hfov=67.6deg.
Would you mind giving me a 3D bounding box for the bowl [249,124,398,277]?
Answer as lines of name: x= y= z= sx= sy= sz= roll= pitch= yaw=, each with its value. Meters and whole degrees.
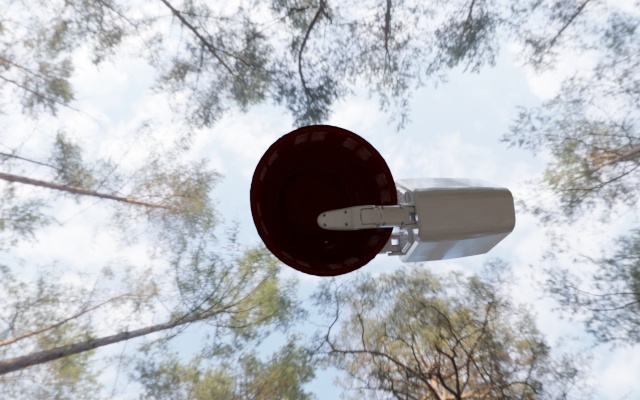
bowl: x=-0.001 y=0.001 z=0.524 sx=0.162 sy=0.162 sz=0.055 roll=0 pitch=-7 yaw=-15
